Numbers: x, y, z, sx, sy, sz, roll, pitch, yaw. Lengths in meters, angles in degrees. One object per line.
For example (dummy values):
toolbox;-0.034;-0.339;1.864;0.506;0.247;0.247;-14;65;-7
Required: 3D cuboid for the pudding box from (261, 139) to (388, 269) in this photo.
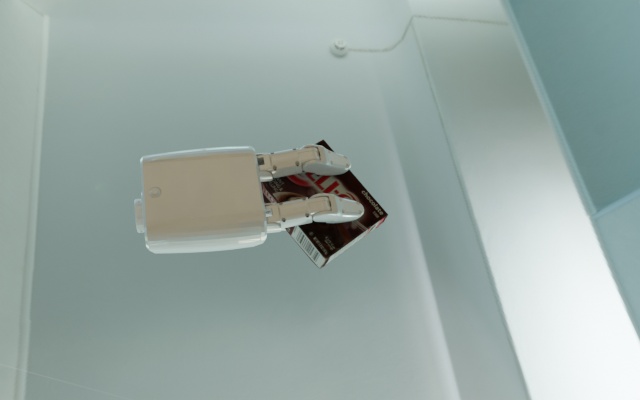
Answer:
pudding box;0.000;0.002;0.502;0.090;0.113;0.039;-33;-12;-27
